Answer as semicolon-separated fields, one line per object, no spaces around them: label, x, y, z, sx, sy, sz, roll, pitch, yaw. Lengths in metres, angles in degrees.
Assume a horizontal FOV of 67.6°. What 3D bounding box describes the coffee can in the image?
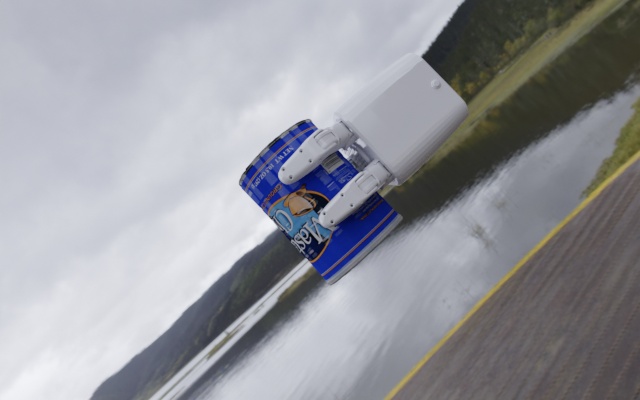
coffee can;0.000;0.002;0.495;0.103;0.140;0.103;-42;-5;-4
